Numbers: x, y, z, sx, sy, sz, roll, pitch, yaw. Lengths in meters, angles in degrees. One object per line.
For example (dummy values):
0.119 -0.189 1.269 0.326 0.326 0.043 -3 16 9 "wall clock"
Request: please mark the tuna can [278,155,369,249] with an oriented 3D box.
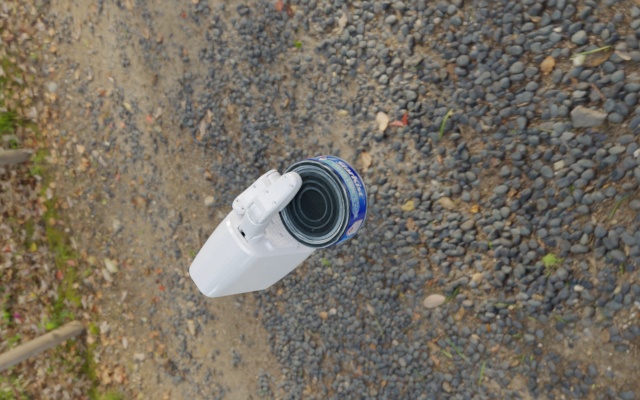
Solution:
0.000 0.002 0.451 0.086 0.086 0.033 0 10 35 "tuna can"
